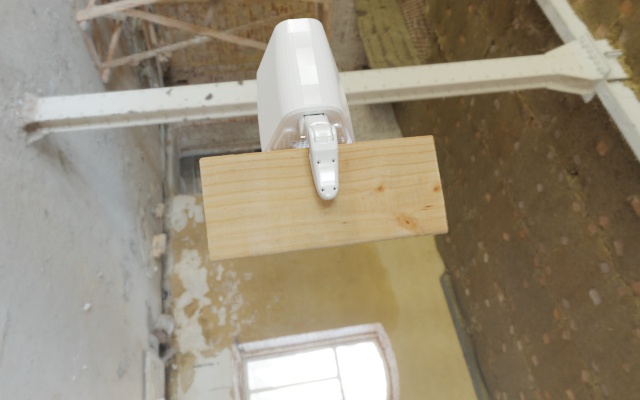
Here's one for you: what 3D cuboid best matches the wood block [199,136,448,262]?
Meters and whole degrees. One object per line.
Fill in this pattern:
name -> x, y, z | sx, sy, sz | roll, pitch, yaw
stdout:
wood block -> 0.000, 0.001, 0.449 | 0.206, 0.090, 0.091 | -7, -6, -7
